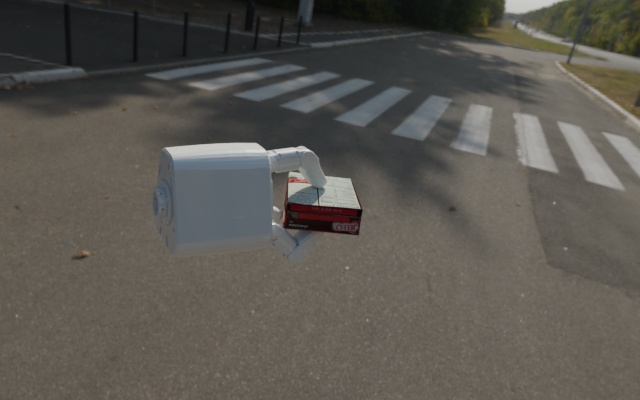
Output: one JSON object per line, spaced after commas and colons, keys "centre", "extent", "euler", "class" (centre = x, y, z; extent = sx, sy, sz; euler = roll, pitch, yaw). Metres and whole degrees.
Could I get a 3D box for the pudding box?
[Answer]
{"centre": [0.000, 0.002, 0.594], "extent": [0.090, 0.039, 0.113], "euler": [7, 23, -6], "class": "pudding box"}
